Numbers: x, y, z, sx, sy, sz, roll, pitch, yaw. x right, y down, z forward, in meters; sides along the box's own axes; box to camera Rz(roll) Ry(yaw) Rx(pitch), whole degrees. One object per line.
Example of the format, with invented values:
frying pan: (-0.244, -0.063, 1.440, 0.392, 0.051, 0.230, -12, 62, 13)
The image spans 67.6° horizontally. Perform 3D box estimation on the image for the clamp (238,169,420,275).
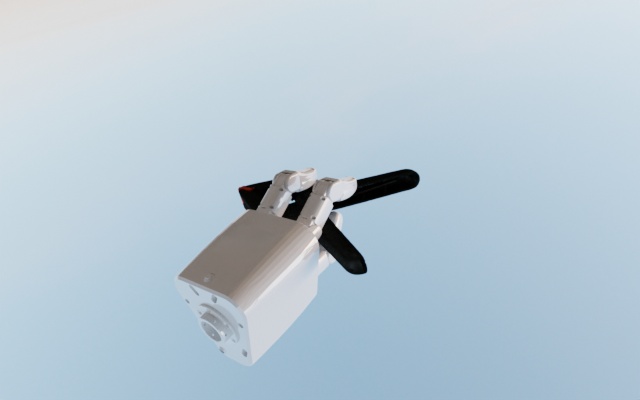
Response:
clamp: (0.000, 0.002, 0.545, 0.210, 0.036, 0.164, 13, 41, 35)
